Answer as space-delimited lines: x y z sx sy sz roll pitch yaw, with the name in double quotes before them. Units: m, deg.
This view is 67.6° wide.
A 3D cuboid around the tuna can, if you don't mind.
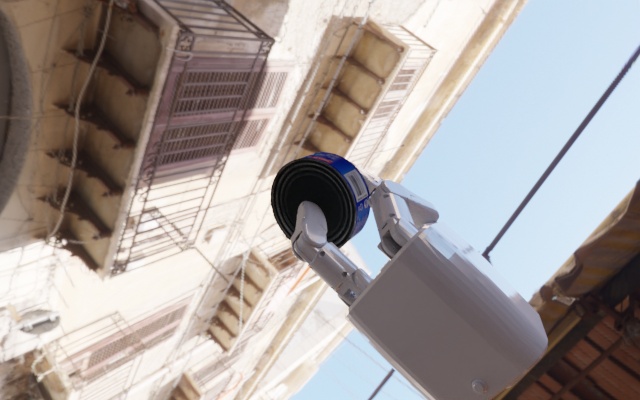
"tuna can" 0.000 0.001 0.420 0.086 0.086 0.033 0 16 32
